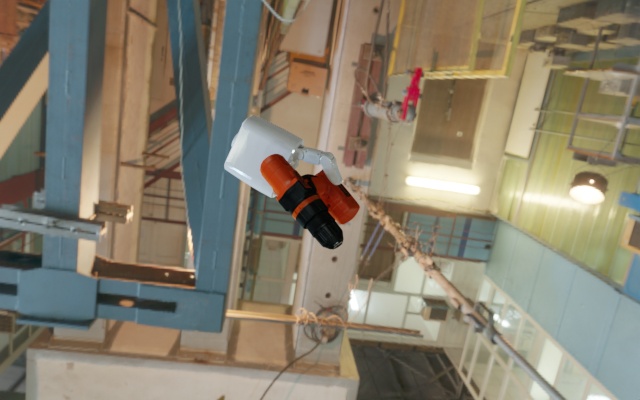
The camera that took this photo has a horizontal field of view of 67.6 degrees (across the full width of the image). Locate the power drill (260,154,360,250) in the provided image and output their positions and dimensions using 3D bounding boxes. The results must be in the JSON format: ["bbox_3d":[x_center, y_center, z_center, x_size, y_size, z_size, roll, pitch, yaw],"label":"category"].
[{"bbox_3d":[0.000,0.002,0.803,0.057,0.184,0.187,-43,-18,16],"label":"power drill"}]
